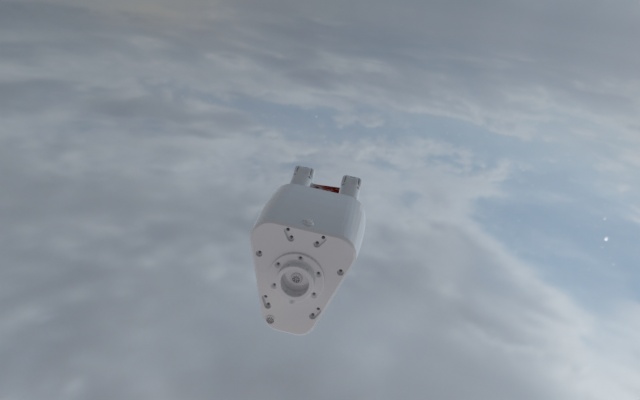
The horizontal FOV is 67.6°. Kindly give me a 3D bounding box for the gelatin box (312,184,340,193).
[{"bbox_3d":[0.000,0.002,0.582,0.073,0.030,0.089,8,14,-9],"label":"gelatin box"}]
